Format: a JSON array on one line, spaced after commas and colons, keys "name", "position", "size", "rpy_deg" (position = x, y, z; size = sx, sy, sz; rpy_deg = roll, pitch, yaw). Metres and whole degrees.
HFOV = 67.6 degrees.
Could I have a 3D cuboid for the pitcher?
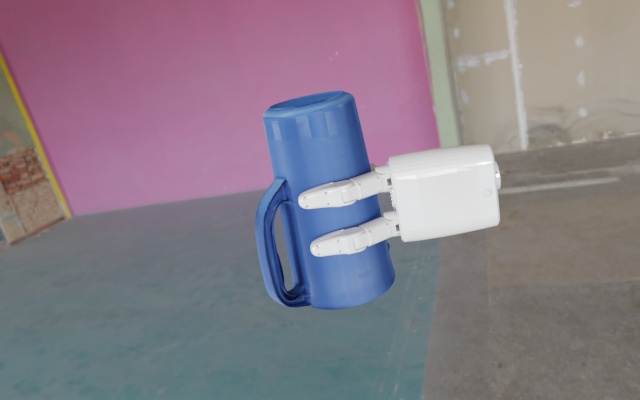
[{"name": "pitcher", "position": [0.000, 0.002, 0.573], "size": [0.145, 0.243, 0.149], "rpy_deg": [-9, 18, 10]}]
